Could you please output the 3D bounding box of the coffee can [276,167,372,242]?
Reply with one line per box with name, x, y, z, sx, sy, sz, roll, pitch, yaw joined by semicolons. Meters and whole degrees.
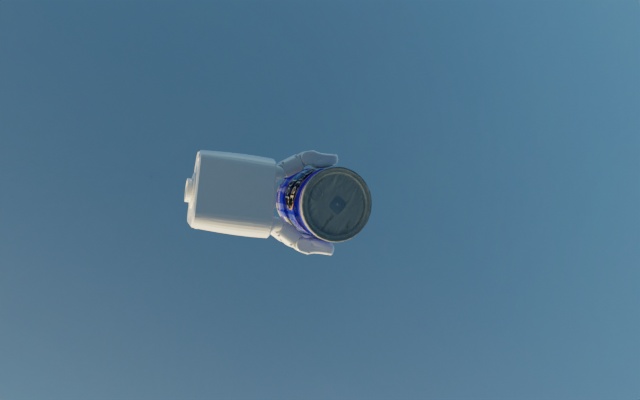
coffee can;0.000;0.002;0.710;0.103;0.103;0.140;0;3;-20
